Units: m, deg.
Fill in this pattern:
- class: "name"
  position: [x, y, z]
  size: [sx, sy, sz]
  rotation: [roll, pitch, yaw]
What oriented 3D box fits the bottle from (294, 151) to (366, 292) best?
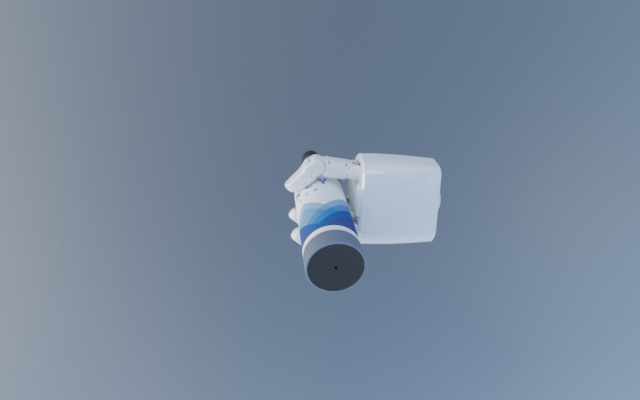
- class: "bottle"
  position: [0.000, 0.002, 0.635]
  size: [0.069, 0.069, 0.295]
  rotation: [0, 28, -7]
